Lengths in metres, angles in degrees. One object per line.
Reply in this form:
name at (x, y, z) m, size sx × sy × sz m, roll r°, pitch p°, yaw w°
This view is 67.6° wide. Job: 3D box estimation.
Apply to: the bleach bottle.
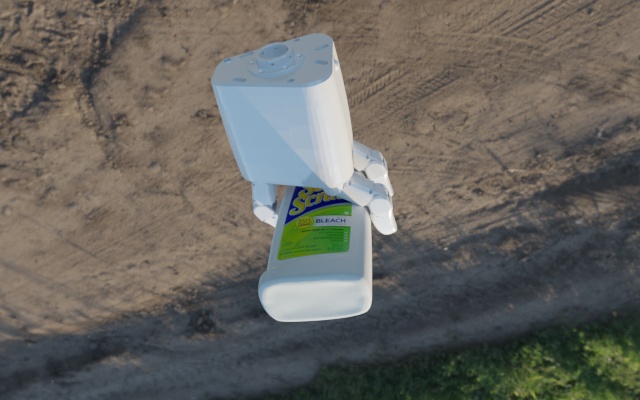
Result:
bleach bottle at (0.000, 0.002, 0.505) m, size 0.102 × 0.068 × 0.250 m, roll -6°, pitch 43°, yaw 7°
